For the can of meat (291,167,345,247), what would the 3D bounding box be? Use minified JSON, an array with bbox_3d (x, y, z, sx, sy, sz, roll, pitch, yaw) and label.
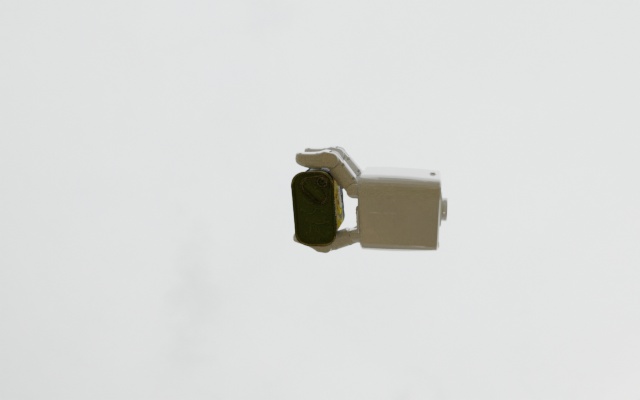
[{"bbox_3d":[0.000,0.002,0.663,0.057,0.102,0.084,-1,14,14],"label":"can of meat"}]
